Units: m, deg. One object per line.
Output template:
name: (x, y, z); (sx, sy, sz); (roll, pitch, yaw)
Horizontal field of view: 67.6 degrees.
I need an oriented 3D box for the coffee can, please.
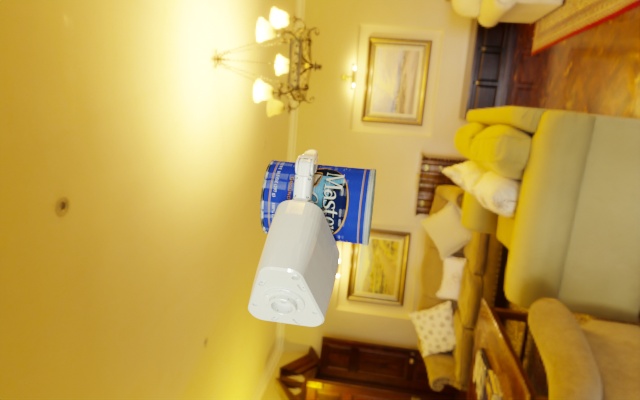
coffee can: (0.000, 0.002, 0.644); (0.140, 0.103, 0.103); (6, 1, 8)
